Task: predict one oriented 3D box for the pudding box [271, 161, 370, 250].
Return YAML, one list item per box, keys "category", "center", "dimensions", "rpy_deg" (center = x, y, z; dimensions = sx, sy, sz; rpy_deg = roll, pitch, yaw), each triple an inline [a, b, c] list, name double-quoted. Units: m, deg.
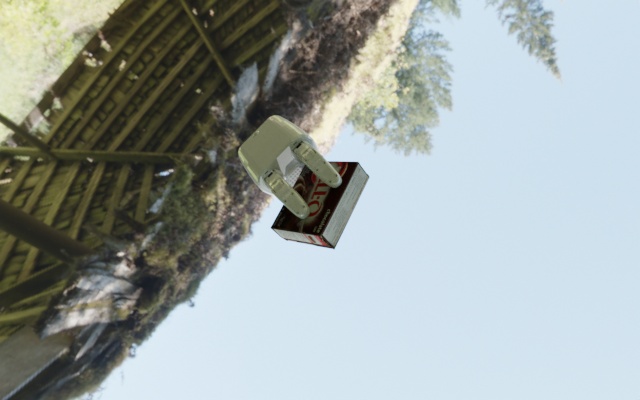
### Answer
- category: "pudding box"
  center: [0.000, 0.002, 0.611]
  dimensions: [0.090, 0.113, 0.039]
  rpy_deg: [5, -29, 44]
